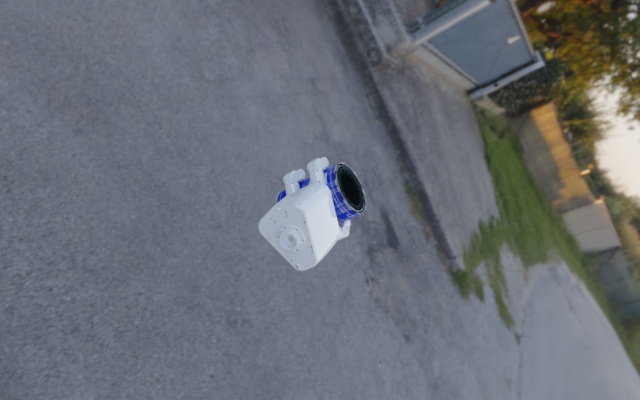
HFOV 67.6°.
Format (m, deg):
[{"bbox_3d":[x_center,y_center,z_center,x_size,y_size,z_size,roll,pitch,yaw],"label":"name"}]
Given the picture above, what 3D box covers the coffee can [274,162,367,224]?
[{"bbox_3d":[0.000,0.003,0.889,0.140,0.103,0.103,-25,-12,27],"label":"coffee can"}]
